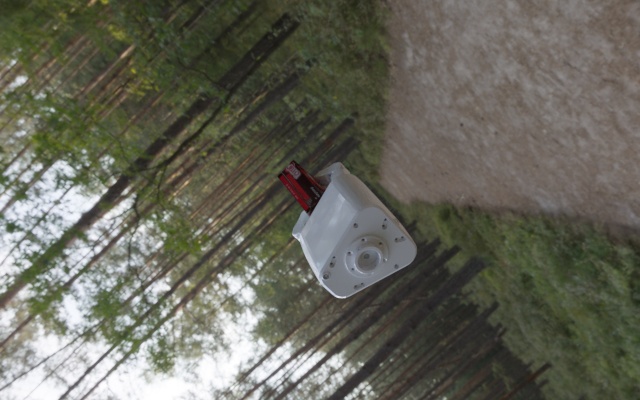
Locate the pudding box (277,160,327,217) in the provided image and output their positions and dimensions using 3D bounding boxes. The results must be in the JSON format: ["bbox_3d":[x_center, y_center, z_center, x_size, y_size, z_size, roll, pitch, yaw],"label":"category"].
[{"bbox_3d":[0.000,0.002,0.672,0.090,0.039,0.113,51,6,39],"label":"pudding box"}]
